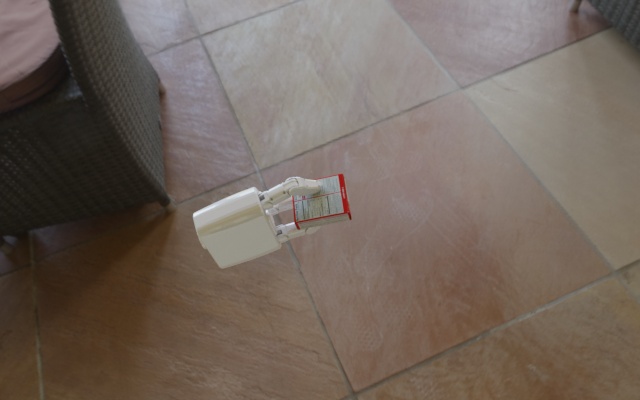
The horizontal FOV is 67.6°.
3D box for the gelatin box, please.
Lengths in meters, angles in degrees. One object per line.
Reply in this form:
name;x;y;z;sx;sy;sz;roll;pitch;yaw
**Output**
gelatin box;0.000;0.002;0.759;0.089;0.073;0.030;-12;-31;8
